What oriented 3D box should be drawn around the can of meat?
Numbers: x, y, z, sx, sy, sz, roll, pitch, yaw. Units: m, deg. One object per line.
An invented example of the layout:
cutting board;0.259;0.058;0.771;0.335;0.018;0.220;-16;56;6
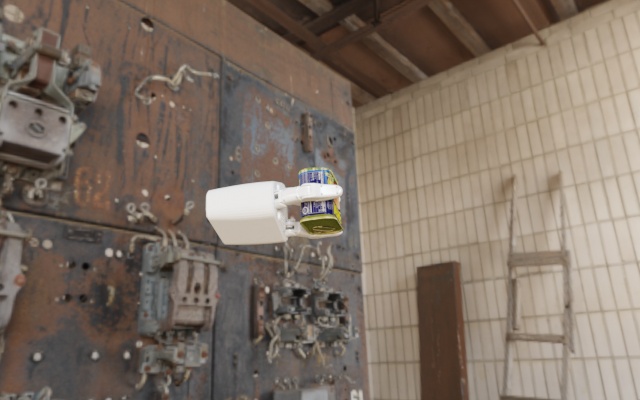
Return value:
can of meat;0.000;0.002;0.757;0.057;0.084;0.102;-7;-18;9
